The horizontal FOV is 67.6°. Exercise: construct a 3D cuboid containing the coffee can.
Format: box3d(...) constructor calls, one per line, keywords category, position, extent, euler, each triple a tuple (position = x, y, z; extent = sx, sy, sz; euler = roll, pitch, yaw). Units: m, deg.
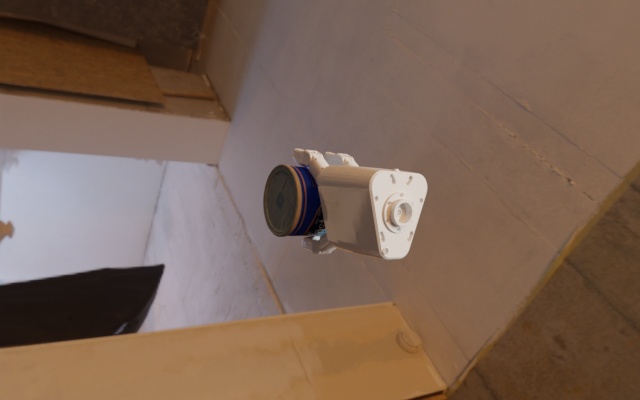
box3d(category="coffee can", position=(0.000, 0.002, 0.711), extent=(0.140, 0.103, 0.103), euler=(2, -1, -33))
